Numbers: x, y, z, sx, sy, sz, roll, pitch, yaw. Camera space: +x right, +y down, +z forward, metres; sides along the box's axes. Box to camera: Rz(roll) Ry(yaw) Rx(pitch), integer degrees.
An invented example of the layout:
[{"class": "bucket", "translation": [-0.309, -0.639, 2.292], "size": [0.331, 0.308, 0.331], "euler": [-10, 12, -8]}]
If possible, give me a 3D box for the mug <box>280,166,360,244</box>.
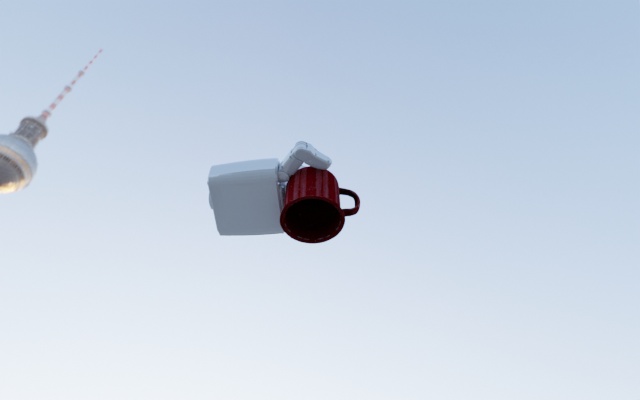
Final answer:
[{"class": "mug", "translation": [0.002, 0.002, 0.705], "size": [0.117, 0.093, 0.081], "euler": [-4, 40, 2]}]
